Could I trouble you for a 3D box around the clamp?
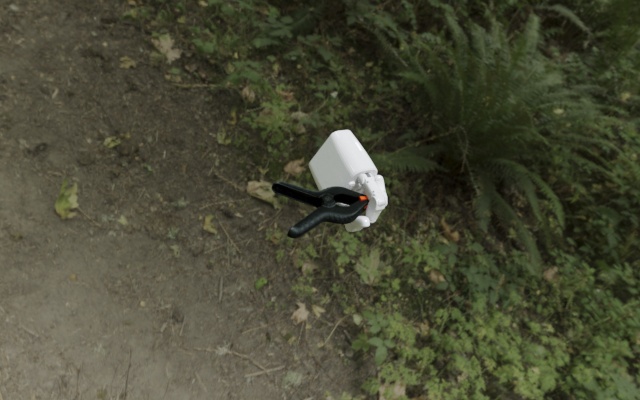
[{"bbox_3d":[0.000,0.002,0.827,0.171,0.120,0.039,-10,-34,-29],"label":"clamp"}]
